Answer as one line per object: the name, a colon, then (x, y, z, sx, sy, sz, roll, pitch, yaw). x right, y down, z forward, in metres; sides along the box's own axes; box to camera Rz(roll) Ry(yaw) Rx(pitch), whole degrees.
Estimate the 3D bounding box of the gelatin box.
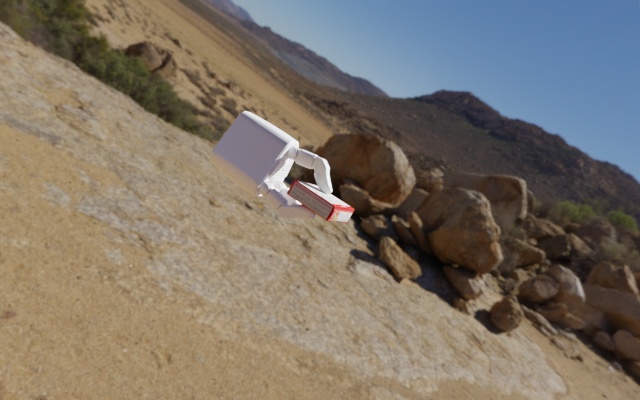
gelatin box: (0.001, 0.002, 0.772, 0.089, 0.030, 0.073, 33, 10, 26)
